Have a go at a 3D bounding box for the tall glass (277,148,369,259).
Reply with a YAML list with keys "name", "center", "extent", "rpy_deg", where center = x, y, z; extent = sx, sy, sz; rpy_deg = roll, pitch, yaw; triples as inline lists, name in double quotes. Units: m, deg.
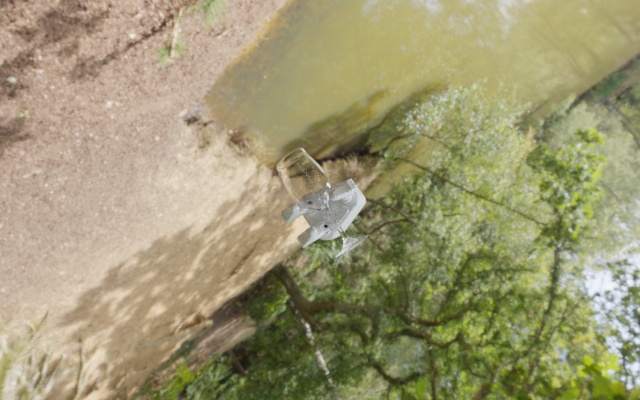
- name: "tall glass"
  center: [0.001, 0.003, 0.863]
  extent: [0.079, 0.201, 0.079]
  rpy_deg: [-34, -10, -7]
